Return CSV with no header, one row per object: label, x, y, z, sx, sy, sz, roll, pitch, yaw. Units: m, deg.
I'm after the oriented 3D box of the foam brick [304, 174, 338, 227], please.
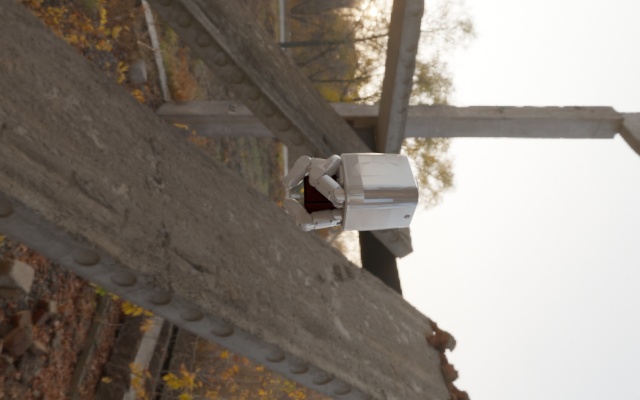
foam brick,0.000,0.003,0.754,0.051,0.053,0.078,-3,-32,-3
